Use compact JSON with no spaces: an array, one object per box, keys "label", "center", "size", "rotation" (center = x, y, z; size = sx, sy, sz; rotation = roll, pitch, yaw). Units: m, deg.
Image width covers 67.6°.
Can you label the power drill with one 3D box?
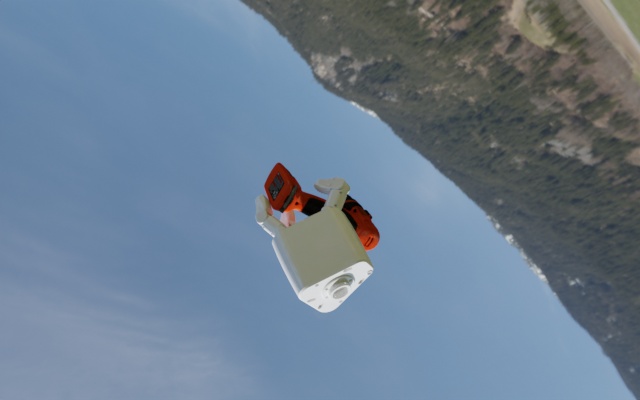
[{"label":"power drill","center":[0.000,0.003,0.813],"size":[0.188,0.057,0.184],"rotation":[24,13,-24]}]
